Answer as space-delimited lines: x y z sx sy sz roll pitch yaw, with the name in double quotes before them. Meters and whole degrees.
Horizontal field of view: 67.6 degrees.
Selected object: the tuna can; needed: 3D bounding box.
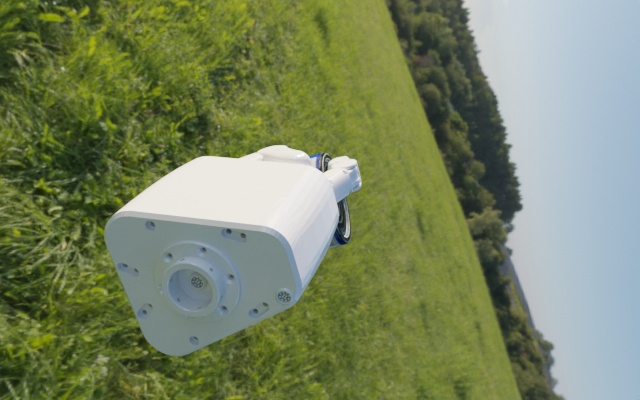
"tuna can" 0.001 0.001 0.429 0.034 0.086 0.086 -14 -3 13
